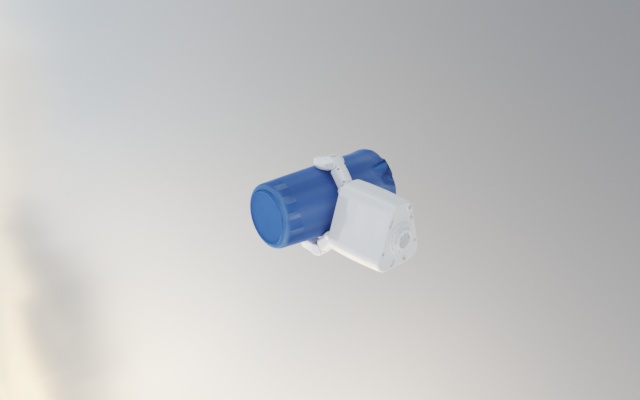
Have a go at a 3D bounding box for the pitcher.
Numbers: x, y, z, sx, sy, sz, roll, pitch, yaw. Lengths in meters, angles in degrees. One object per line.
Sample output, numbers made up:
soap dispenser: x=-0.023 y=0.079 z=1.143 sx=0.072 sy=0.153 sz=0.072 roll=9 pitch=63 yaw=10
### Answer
pitcher: x=0.000 y=0.003 z=0.832 sx=0.243 sy=0.149 sz=0.145 roll=-18 pitch=30 yaw=-37
